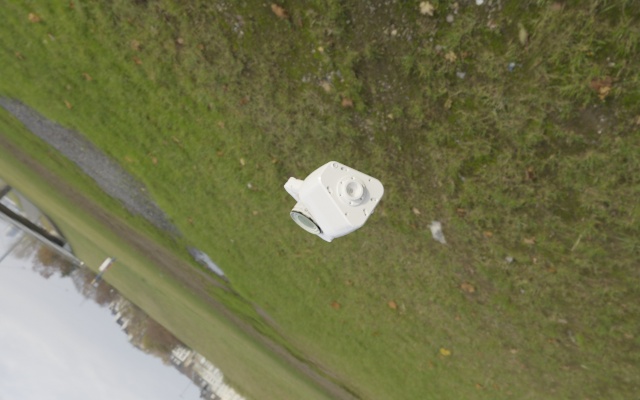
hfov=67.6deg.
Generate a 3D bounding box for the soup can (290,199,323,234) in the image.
[{"bbox_3d":[0.000,0.003,0.877,0.068,0.102,0.068,31,-21,13],"label":"soup can"}]
